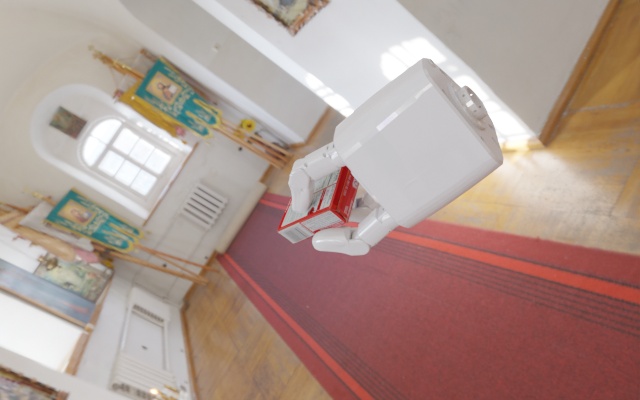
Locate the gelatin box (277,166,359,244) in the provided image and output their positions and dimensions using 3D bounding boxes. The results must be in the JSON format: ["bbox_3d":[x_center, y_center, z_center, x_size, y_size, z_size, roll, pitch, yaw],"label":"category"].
[{"bbox_3d":[0.000,0.002,0.520,0.030,0.073,0.089,41,-43,-25],"label":"gelatin box"}]
